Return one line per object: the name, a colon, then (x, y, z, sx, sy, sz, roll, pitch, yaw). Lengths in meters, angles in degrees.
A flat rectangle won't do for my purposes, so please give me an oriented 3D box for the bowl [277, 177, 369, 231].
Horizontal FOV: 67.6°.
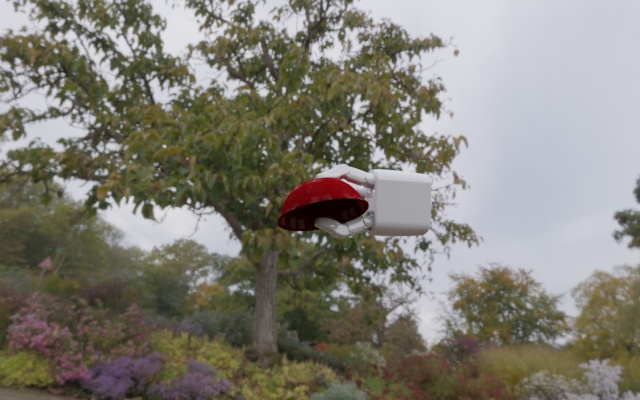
bowl: (-0.001, 0.002, 0.829, 0.162, 0.055, 0.162, -11, -19, -4)
